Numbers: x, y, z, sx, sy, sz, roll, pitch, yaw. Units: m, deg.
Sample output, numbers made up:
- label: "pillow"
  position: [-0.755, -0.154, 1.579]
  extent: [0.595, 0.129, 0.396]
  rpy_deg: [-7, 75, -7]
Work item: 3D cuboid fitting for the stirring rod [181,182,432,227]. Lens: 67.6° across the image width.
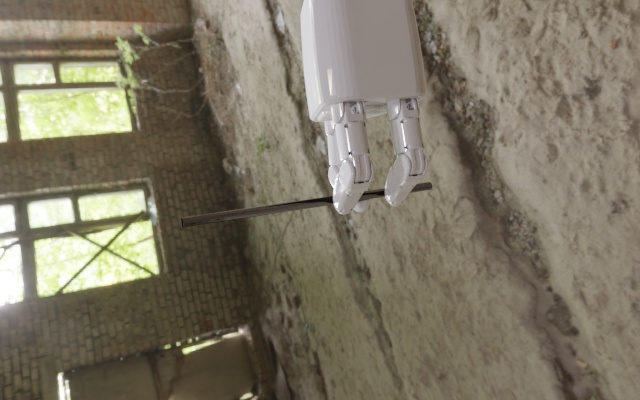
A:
- label: "stirring rod"
  position: [0.000, 0.001, 0.424]
  extent: [0.239, 0.011, 0.011]
  rpy_deg: [-8, 3, -24]
